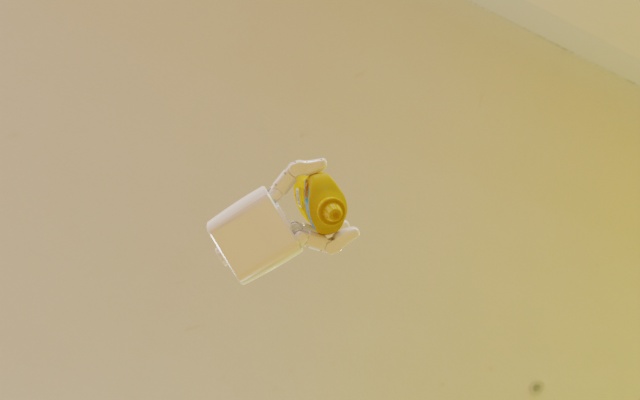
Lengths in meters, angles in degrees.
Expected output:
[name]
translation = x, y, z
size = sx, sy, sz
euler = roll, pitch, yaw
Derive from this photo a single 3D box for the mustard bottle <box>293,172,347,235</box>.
[mustard bottle]
translation = 0.000, 0.002, 0.749
size = 0.058, 0.096, 0.191
euler = -9, 13, -10
